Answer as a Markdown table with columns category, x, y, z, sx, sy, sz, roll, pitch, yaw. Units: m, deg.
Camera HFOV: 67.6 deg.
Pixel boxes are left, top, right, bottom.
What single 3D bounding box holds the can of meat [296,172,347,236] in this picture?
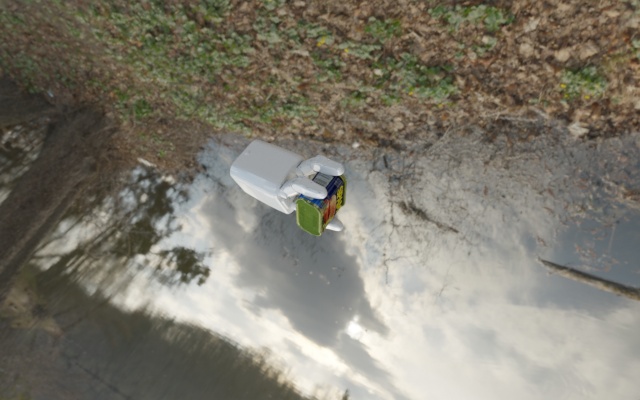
| category | x | y | z | sx | sy | sz | roll | pitch | yaw |
| --- | --- | --- | --- | --- | --- | --- | --- | --- | --- |
| can of meat | 0.000 | 0.003 | 0.839 | 0.057 | 0.084 | 0.102 | 27 | -31 | 17 |
